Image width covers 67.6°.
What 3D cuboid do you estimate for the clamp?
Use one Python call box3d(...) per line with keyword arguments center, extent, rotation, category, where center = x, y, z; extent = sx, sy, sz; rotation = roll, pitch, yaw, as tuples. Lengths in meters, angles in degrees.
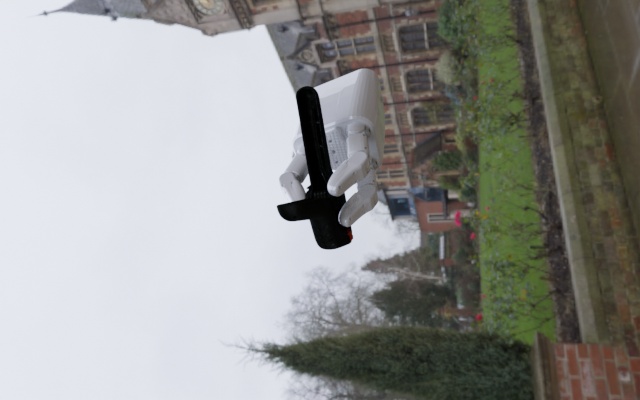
box3d(center=(-0.001, 0.002, 0.542), extent=(0.036, 0.164, 0.210), rotation=(-3, -41, 16), category="clamp")
